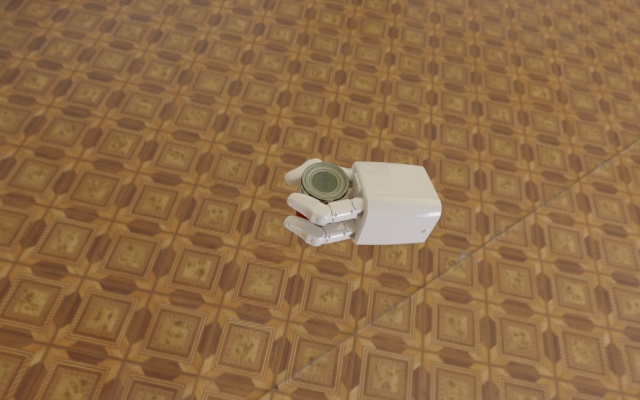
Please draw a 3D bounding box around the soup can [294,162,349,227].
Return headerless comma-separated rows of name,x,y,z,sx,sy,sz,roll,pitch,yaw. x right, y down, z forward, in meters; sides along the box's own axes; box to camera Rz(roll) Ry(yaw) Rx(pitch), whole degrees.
soup can,0.000,0.002,0.679,0.068,0.068,0.102,0,-35,-10
